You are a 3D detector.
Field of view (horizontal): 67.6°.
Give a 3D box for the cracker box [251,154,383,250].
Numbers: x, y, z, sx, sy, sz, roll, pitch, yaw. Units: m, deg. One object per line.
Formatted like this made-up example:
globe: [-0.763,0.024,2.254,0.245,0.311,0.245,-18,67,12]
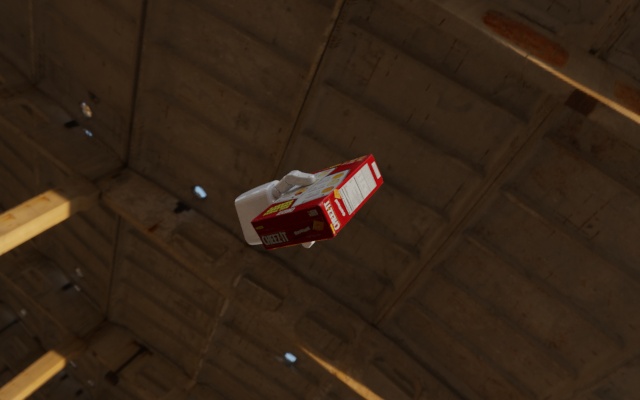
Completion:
cracker box: [0.000,0.003,0.890,0.164,0.072,0.213,-15,19,38]
